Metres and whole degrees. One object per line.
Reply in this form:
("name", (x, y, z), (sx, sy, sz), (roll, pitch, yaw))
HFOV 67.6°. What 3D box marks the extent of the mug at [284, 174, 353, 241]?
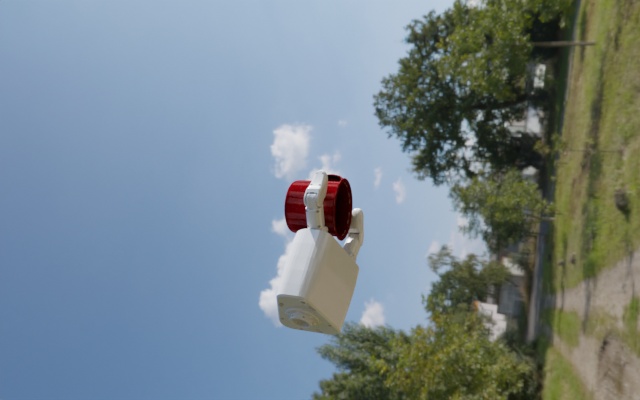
("mug", (0.000, 0.001, 0.728), (0.081, 0.117, 0.093), (3, -41, 20))
